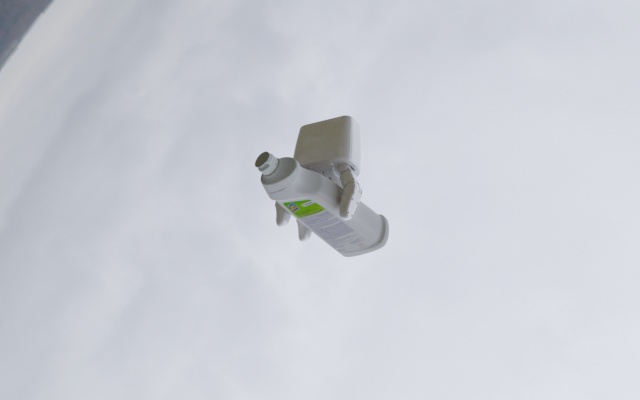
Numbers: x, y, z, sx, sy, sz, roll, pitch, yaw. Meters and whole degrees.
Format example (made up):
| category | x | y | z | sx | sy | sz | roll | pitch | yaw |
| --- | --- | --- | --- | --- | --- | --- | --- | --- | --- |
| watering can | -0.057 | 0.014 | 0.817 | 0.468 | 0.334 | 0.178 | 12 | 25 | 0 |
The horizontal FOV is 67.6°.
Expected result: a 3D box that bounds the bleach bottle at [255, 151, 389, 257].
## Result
| category | x | y | z | sx | sy | sz | roll | pitch | yaw |
| --- | --- | --- | --- | --- | --- | --- | --- | --- | --- |
| bleach bottle | 0.000 | 0.003 | 0.756 | 0.102 | 0.068 | 0.251 | -22 | -45 | 33 |
